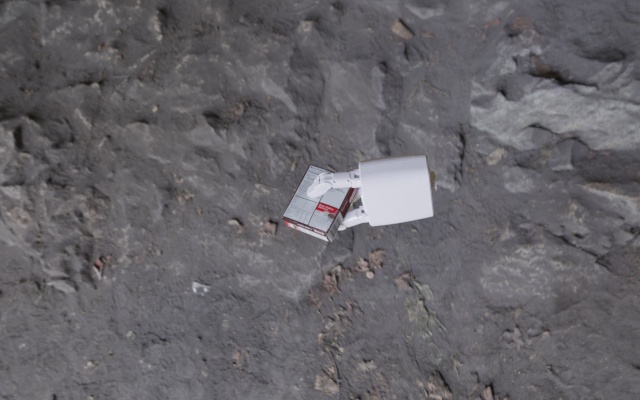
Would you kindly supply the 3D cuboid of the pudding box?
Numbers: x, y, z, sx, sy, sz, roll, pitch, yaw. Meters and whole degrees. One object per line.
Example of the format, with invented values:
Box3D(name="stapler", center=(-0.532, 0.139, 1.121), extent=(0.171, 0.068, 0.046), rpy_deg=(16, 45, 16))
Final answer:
Box3D(name="pudding box", center=(0.000, 0.003, 0.805), extent=(0.090, 0.113, 0.039), rpy_deg=(19, -23, 23))
